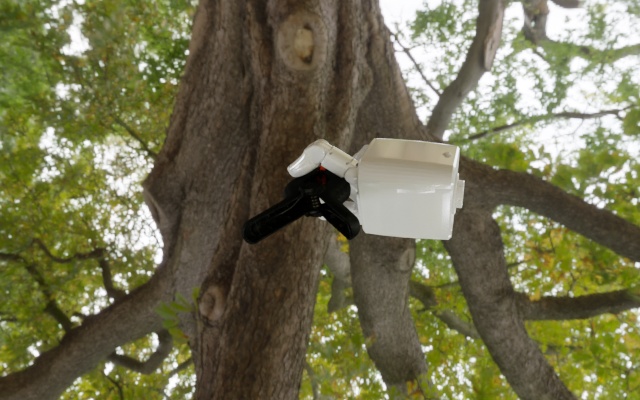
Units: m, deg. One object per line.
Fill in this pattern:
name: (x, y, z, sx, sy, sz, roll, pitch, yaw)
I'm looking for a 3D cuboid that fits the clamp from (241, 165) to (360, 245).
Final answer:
clamp: (0.000, 0.002, 0.530, 0.120, 0.039, 0.171, 6, 29, 18)
